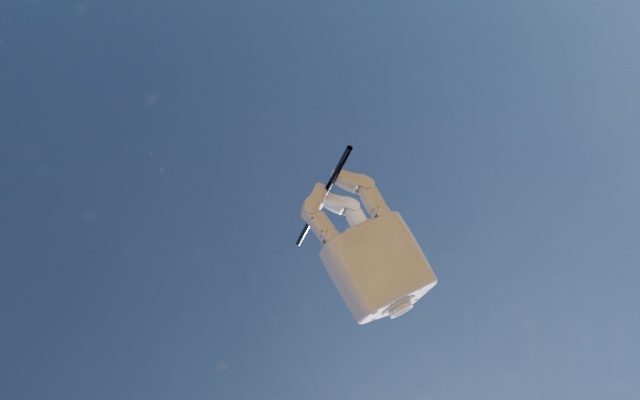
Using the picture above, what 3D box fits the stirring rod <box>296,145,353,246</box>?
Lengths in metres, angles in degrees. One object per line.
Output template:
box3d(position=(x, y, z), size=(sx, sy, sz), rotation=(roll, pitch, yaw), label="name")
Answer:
box3d(position=(0.000, 0.002, 0.684), size=(0.011, 0.011, 0.240), rotation=(0, -34, -21), label="stirring rod")
